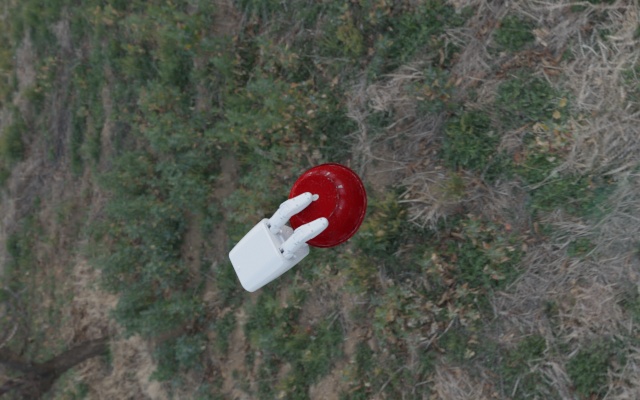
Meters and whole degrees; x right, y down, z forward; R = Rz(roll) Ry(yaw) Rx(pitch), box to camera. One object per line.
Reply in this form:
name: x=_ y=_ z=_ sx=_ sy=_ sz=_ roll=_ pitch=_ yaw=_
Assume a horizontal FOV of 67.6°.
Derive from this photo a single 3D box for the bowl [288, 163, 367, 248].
bowl: x=0.001 y=0.002 z=0.865 sx=0.162 sy=0.162 sz=0.055 roll=0 pitch=-12 yaw=25
